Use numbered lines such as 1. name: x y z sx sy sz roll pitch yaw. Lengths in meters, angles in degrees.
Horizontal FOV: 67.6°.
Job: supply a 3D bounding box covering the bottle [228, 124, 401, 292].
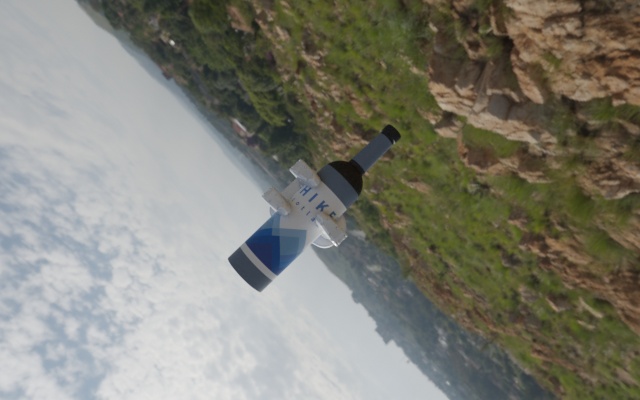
1. bottle: 0.000 0.002 0.672 0.295 0.069 0.069 -44 4 -4
